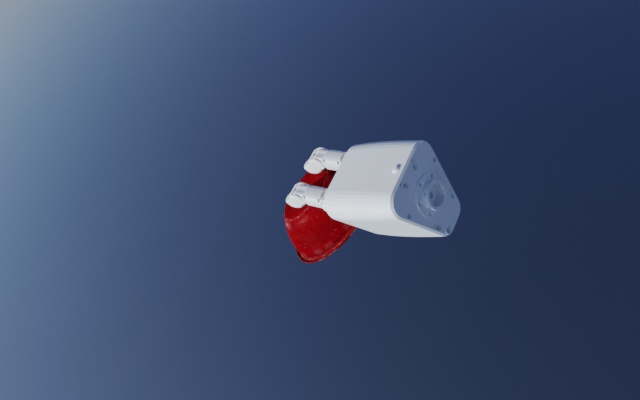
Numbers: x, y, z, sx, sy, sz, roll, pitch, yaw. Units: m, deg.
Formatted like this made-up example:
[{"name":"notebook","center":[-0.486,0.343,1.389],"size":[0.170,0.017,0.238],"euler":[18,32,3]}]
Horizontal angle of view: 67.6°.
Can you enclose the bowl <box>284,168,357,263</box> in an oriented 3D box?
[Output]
[{"name":"bowl","center":[-0.001,0.002,0.653],"size":[0.055,0.162,0.162],"euler":[36,-15,-22]}]
